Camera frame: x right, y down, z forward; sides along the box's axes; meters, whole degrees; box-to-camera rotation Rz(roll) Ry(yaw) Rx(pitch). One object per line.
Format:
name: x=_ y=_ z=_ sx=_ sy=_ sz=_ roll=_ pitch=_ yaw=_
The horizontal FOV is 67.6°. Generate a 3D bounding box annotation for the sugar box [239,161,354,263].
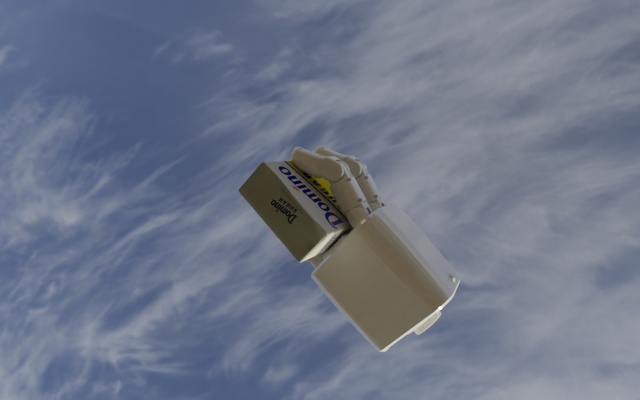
sugar box: x=0.001 y=0.001 z=0.505 sx=0.048 sy=0.093 sz=0.176 roll=-46 pitch=-12 yaw=19
